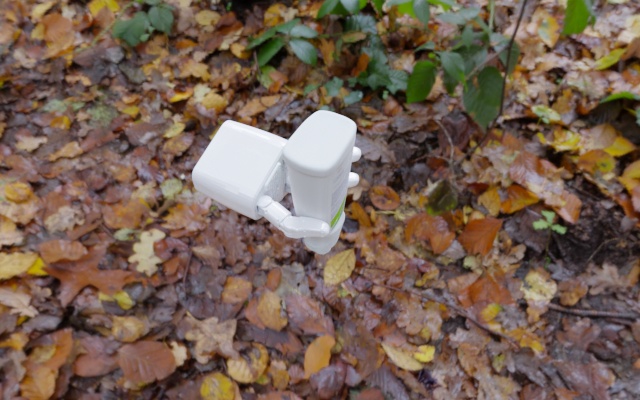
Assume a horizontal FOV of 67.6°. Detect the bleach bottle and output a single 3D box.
[{"bbox_3d":[0.000,0.002,0.659,0.068,0.102,0.251,23,-35,17],"label":"bleach bottle"}]
